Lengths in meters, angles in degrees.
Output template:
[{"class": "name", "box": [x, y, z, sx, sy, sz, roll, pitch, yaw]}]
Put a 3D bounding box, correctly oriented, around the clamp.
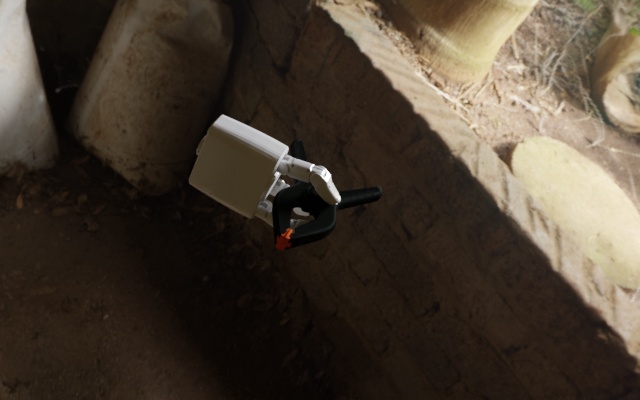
[{"class": "clamp", "box": [0.000, 0.002, 0.694, 0.164, 0.036, 0.209, 26, 42, 0]}]
